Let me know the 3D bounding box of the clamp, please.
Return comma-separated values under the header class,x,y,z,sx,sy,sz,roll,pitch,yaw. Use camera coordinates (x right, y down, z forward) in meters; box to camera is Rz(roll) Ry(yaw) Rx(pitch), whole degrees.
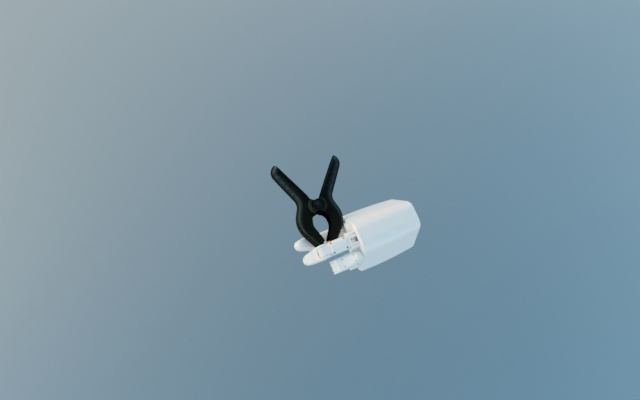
class,x,y,z,sx,sy,sz,roll,pitch,yaw
clamp,0.000,0.003,0.799,0.120,0.171,0.039,-22,-10,-11
